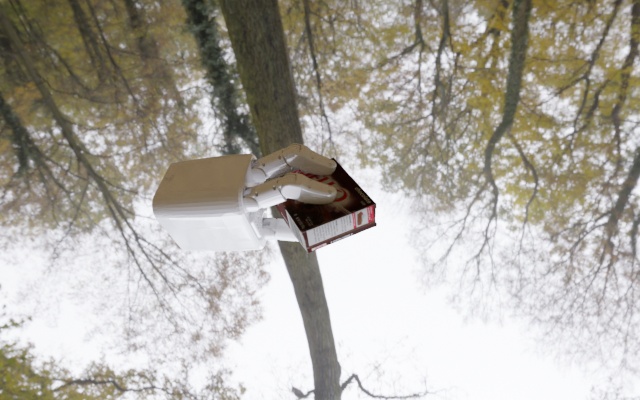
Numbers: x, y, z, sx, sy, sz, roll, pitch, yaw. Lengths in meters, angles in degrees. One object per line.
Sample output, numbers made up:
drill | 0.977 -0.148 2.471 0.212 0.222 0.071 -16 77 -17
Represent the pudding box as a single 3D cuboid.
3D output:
pudding box | 0.000 0.002 0.552 0.090 0.039 0.113 -21 41 -14
